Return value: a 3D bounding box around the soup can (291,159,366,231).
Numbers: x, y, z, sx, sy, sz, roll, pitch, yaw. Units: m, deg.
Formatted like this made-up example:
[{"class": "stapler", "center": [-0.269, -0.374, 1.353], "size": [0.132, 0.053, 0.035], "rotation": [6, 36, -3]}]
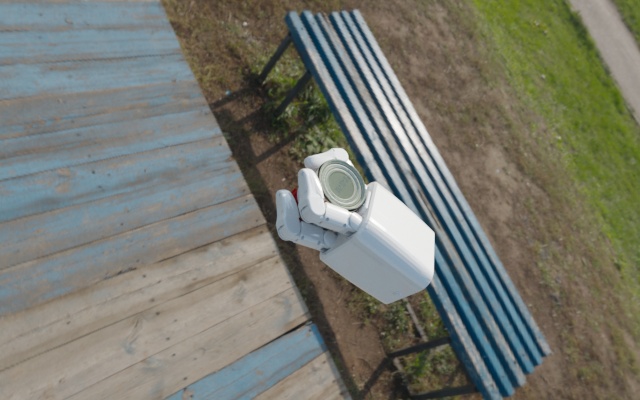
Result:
[{"class": "soup can", "center": [0.000, 0.001, 0.582], "size": [0.068, 0.068, 0.102], "rotation": [0, -24, -34]}]
